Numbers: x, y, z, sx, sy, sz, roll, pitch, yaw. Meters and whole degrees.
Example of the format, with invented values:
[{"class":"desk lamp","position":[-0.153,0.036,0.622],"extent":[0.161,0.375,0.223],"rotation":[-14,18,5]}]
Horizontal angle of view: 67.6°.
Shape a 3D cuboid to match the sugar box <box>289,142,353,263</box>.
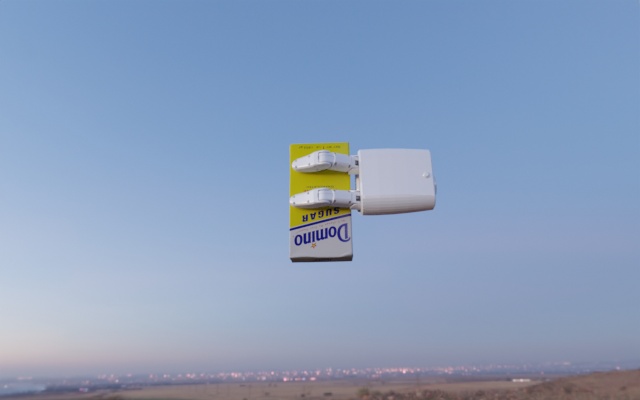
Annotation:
[{"class":"sugar box","position":[0.000,0.002,0.712],"extent":[0.093,0.176,0.048],"rotation":[-2,-19,2]}]
